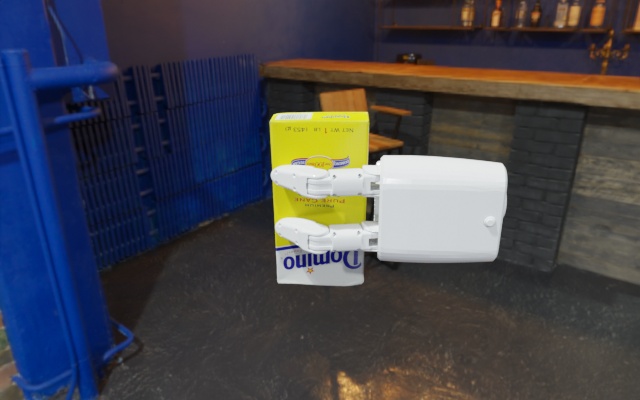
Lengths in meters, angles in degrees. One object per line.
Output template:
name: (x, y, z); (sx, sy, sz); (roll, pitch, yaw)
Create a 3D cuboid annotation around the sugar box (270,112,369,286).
sugar box: (0.000, 0.002, 0.480); (0.093, 0.176, 0.048); (1, 21, 4)
